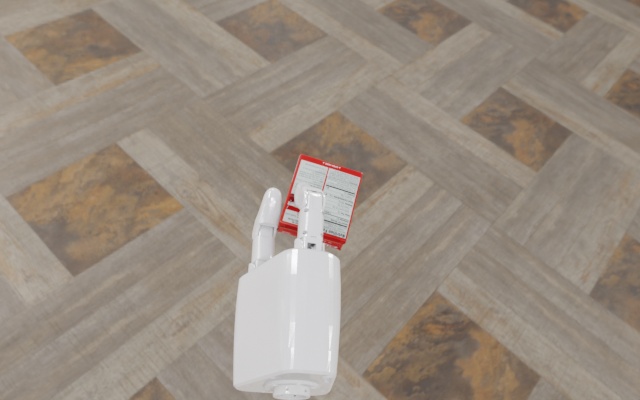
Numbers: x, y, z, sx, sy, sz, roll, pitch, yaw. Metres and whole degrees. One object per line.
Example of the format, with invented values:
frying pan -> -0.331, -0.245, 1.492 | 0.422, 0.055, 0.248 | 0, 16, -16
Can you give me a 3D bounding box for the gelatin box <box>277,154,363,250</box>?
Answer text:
gelatin box -> 0.000, 0.001, 0.519 | 0.073, 0.089, 0.030 | 17, -26, -2
